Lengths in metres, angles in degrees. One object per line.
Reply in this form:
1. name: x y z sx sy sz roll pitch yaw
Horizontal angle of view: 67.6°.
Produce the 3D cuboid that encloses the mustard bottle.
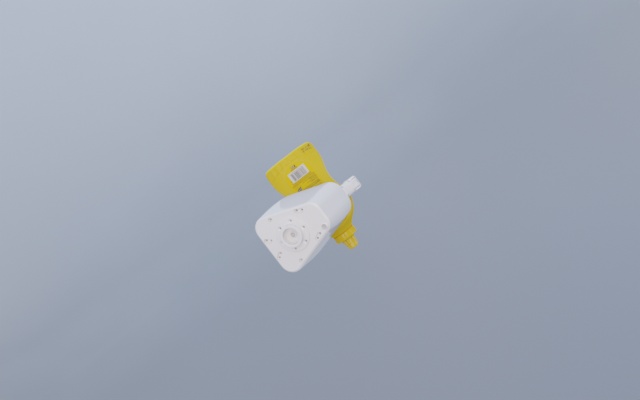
1. mustard bottle: 0.000 0.002 0.810 0.096 0.191 0.058 -37 2 0
